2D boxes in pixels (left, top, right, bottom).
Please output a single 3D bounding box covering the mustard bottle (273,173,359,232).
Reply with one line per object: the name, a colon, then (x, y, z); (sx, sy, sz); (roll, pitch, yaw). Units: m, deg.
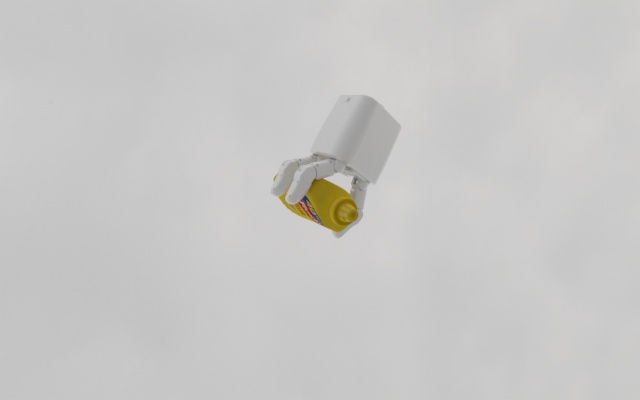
mustard bottle: (0.000, 0.003, 0.731); (0.058, 0.096, 0.191); (-42, 27, -15)
